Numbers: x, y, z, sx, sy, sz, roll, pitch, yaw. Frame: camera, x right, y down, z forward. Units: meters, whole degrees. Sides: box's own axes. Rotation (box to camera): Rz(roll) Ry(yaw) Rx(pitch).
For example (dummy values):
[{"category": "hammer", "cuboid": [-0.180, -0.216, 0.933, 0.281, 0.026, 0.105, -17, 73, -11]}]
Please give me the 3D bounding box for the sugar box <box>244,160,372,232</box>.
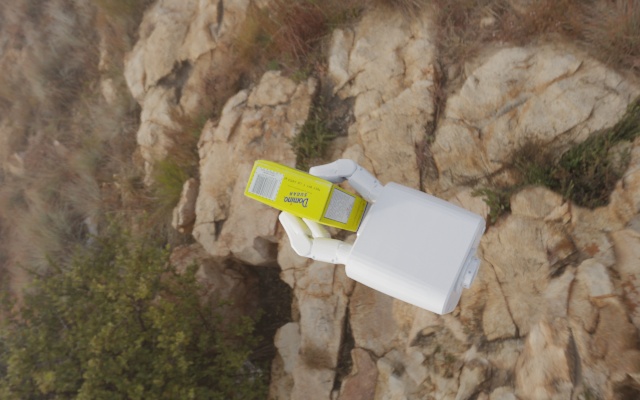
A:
[{"category": "sugar box", "cuboid": [0.000, 0.002, 0.546, 0.093, 0.048, 0.176, 20, -3, 25]}]
